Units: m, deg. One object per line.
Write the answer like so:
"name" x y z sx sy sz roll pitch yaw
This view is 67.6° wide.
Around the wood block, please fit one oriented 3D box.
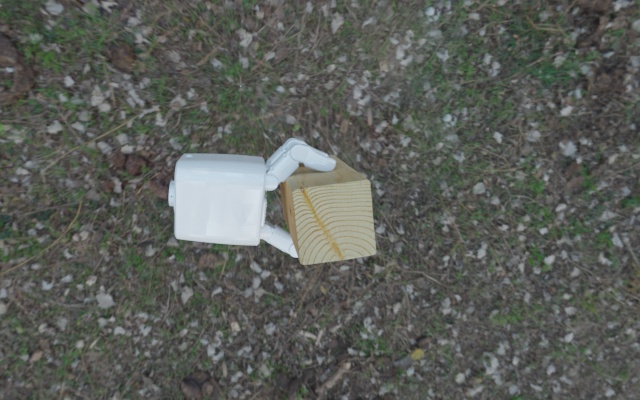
"wood block" 0.000 0.002 0.627 0.090 0.091 0.206 -8 14 -8
